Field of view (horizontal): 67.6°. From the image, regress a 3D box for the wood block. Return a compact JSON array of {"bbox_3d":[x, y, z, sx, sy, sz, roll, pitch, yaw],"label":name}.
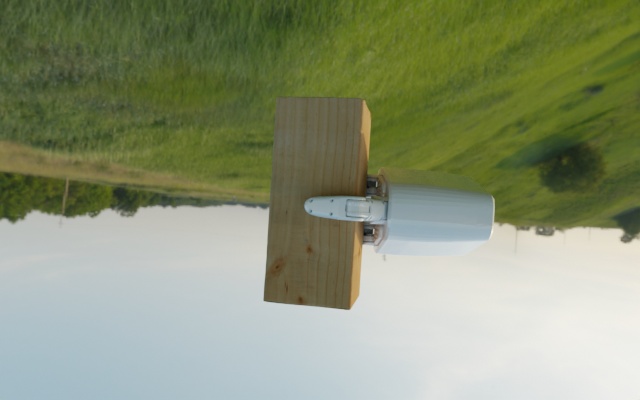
[{"bbox_3d":[0.000,0.002,0.510,0.090,0.206,0.091,3,-1,11],"label":"wood block"}]
